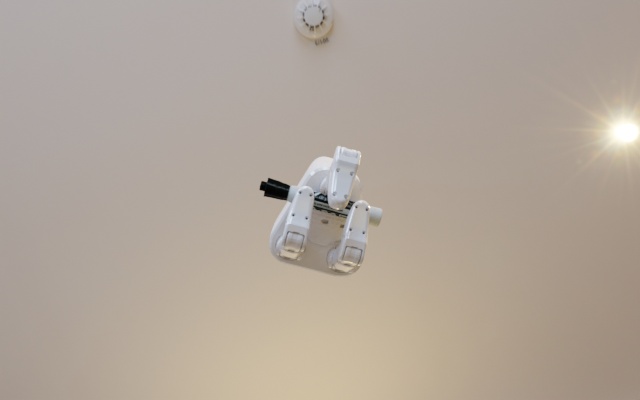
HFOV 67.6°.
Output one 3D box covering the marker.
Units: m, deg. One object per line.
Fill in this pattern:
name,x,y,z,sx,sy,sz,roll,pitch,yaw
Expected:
marker,0.000,0.002,0.464,0.121,0.020,0.020,15,-1,-4
